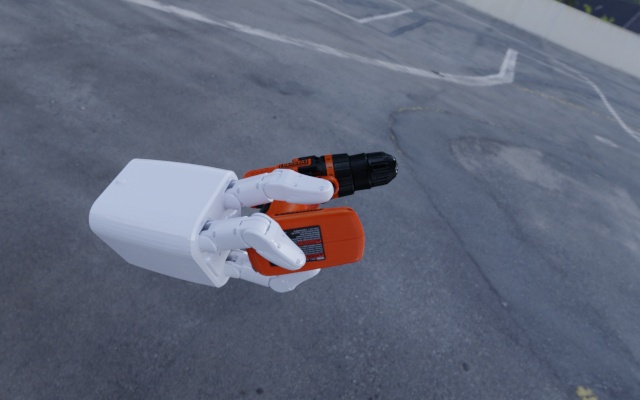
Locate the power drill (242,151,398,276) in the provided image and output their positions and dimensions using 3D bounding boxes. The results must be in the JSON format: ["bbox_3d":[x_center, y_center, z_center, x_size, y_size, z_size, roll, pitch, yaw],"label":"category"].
[{"bbox_3d":[0.000,0.002,0.497,0.184,0.057,0.187,-11,21,4],"label":"power drill"}]
